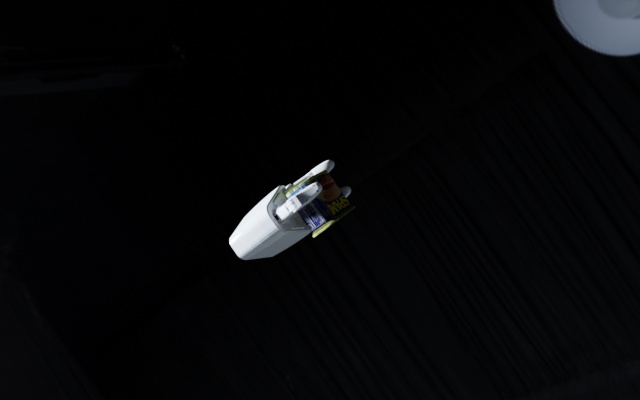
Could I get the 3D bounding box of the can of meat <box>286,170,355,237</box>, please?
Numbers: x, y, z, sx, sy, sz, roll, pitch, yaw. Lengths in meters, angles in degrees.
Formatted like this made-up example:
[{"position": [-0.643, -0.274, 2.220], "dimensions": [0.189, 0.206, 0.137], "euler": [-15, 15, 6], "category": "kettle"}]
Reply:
[{"position": [0.000, 0.002, 0.801], "dimensions": [0.057, 0.084, 0.102], "euler": [-37, -3, 30], "category": "can of meat"}]
